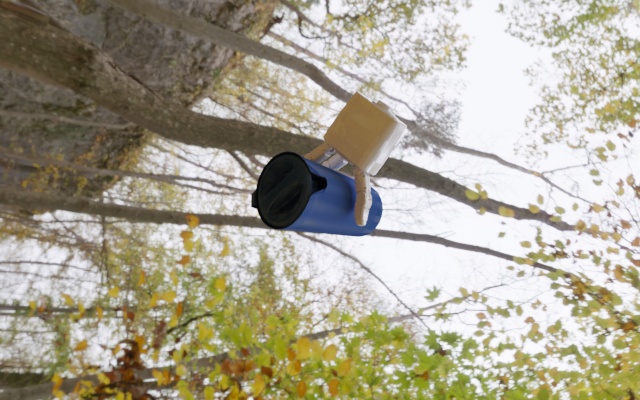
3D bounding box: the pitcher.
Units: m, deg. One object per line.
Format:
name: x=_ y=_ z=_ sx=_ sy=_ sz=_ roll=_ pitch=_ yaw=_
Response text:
pitcher: x=0.000 y=0.003 z=0.891 sx=0.243 sy=0.145 sz=0.149 roll=15 pitch=23 yaw=-48
